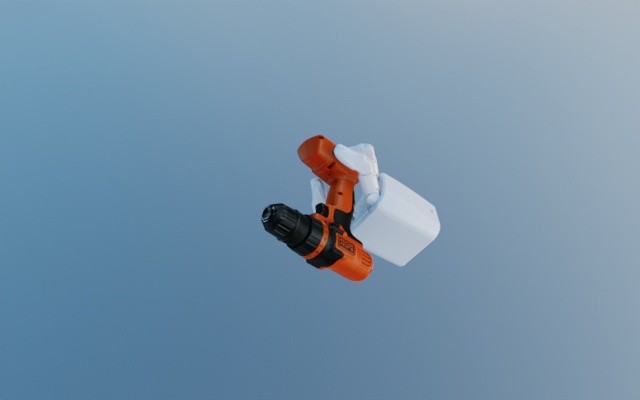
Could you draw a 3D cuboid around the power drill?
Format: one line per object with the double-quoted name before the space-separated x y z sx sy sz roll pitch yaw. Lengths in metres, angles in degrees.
"power drill" 0.000 0.002 0.658 0.057 0.187 0.184 -26 -45 35
